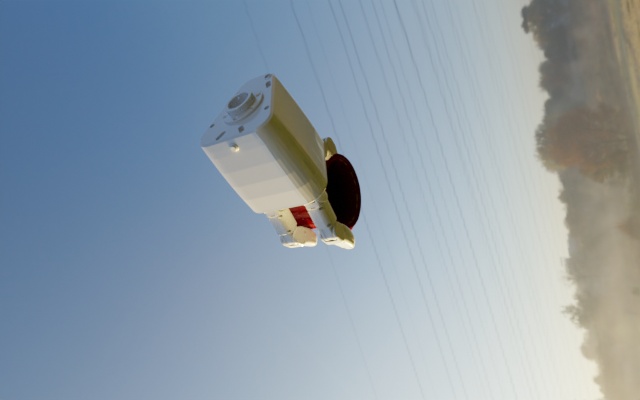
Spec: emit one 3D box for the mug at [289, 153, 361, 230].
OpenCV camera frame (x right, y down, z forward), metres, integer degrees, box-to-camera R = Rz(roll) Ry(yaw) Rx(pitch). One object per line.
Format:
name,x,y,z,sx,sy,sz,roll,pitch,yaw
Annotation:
mug,0.001,0.003,0.608,0.081,0.093,0.117,-9,-46,30
